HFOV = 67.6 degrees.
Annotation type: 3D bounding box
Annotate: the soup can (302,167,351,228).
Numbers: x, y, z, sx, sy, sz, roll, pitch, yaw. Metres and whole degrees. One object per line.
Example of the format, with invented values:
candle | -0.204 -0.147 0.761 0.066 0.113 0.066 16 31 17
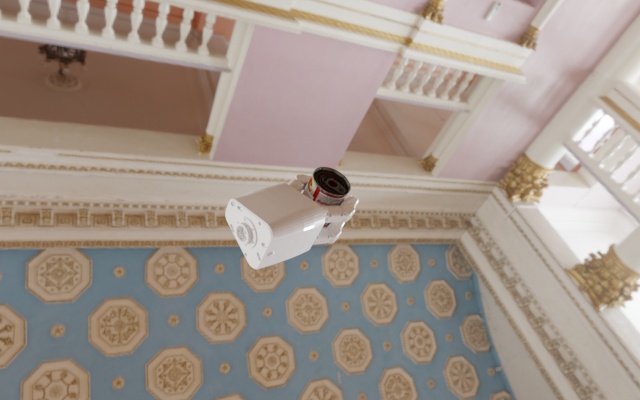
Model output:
soup can | 0.000 0.003 0.815 0.068 0.068 0.102 0 -44 -31
